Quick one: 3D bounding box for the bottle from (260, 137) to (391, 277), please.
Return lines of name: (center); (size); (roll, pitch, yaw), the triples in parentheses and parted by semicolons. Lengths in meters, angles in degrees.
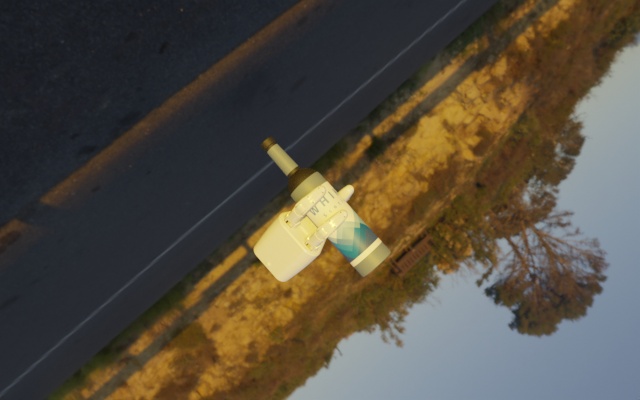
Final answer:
bottle: (0.000, 0.003, 0.845); (0.069, 0.295, 0.069); (-42, -5, -5)
